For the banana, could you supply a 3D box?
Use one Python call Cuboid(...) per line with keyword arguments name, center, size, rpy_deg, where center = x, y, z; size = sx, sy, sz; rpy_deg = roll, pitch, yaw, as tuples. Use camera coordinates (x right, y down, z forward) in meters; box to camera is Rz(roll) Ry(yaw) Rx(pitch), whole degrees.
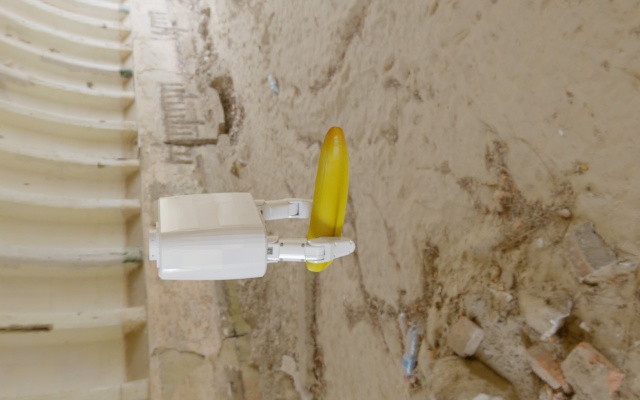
Cuboid(name="banana", center=(0.004, 0.015, 0.552), size=(0.037, 0.198, 0.069), rpy_deg=(0, 35, -17))
